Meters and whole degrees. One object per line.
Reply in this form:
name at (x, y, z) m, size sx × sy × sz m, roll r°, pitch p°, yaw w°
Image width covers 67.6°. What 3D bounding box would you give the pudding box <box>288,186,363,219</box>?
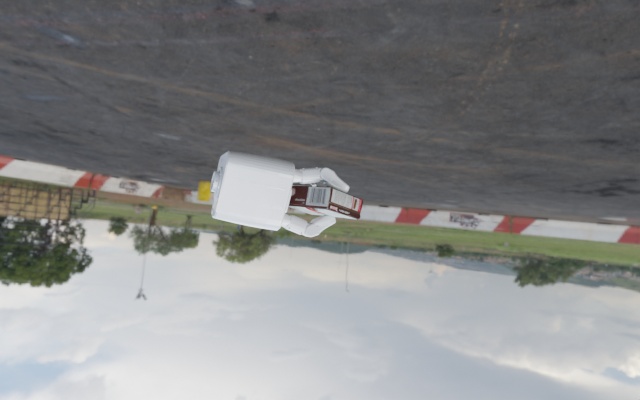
pudding box at (0.000, 0.003, 0.801) m, size 0.113 × 0.039 × 0.090 m, roll 6°, pitch -8°, yaw 42°
